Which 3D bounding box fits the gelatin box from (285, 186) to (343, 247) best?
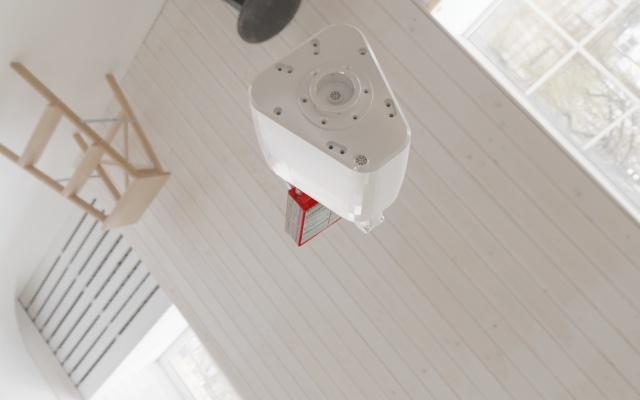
[{"bbox_3d":[0.000,0.002,0.495,0.073,0.030,0.089,-34,-21,-22],"label":"gelatin box"}]
